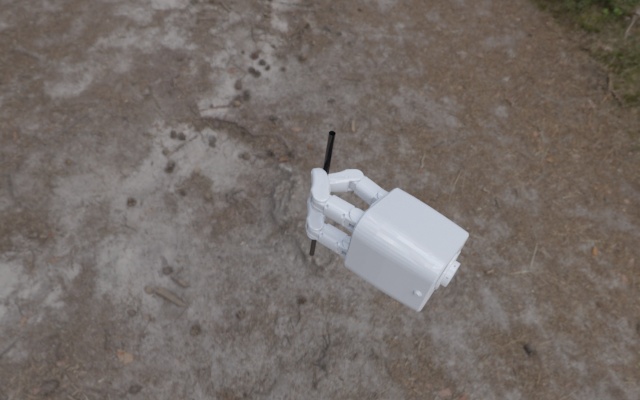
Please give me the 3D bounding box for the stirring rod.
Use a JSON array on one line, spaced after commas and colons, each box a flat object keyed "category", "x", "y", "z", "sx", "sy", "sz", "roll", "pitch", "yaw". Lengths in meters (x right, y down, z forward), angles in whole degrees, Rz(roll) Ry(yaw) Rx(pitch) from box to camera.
[{"category": "stirring rod", "x": 0.000, "y": 0.002, "z": 0.632, "sx": 0.011, "sy": 0.011, "sz": 0.240, "roll": 0, "pitch": -41, "yaw": -8}]
